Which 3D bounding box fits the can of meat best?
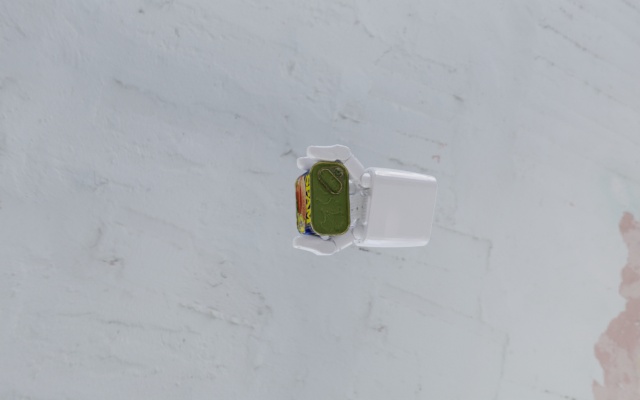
[{"bbox_3d":[0.000,0.002,0.683,0.057,0.102,0.084,1,-8,-19],"label":"can of meat"}]
